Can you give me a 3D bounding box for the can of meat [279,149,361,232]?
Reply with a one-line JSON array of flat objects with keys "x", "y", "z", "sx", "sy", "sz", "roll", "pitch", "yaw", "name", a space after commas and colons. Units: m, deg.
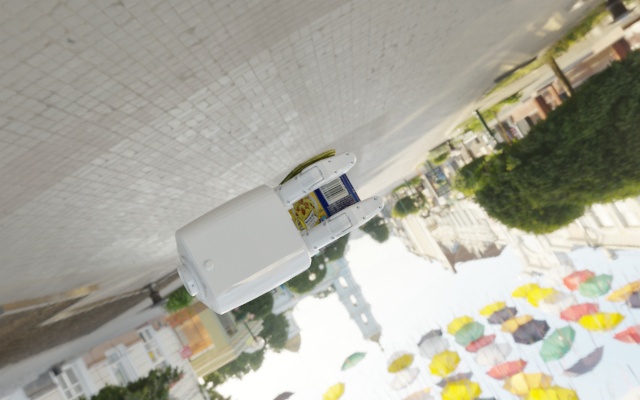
[{"x": 0.000, "y": 0.002, "z": 0.543, "sx": 0.057, "sy": 0.084, "sz": 0.102, "roll": -27, "pitch": -5, "yaw": -28, "name": "can of meat"}]
